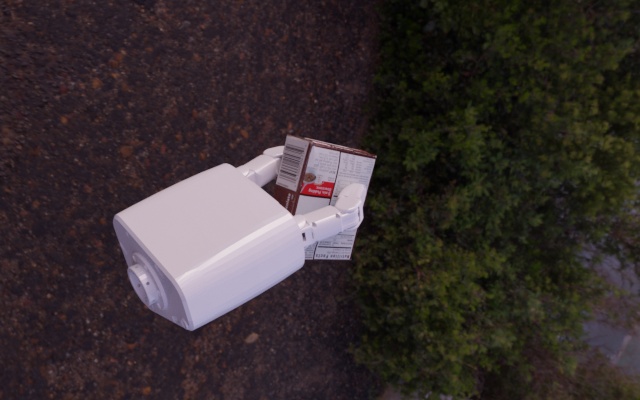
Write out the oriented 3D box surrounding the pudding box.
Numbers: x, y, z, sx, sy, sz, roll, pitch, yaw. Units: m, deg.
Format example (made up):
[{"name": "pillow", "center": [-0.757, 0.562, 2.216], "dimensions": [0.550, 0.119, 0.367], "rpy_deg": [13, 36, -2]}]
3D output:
[{"name": "pudding box", "center": [0.000, 0.002, 0.455], "dimensions": [0.090, 0.113, 0.039], "rpy_deg": [6, 12, -43]}]
